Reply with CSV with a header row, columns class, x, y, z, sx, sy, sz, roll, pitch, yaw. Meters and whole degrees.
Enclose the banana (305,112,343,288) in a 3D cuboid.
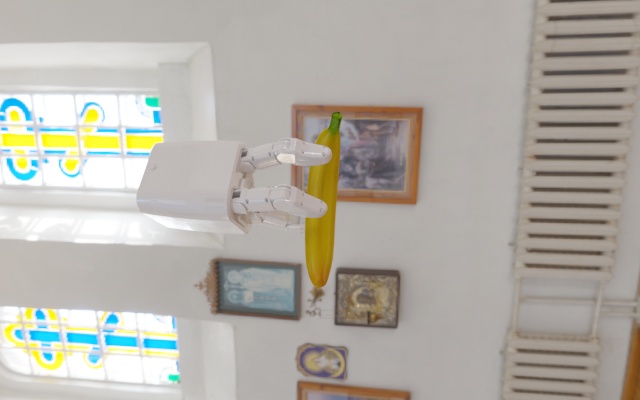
class,x,y,z,sx,sy,sz,roll,pitch,yaw
banana,0.001,0.001,0.558,0.037,0.198,0.069,4,-7,3
